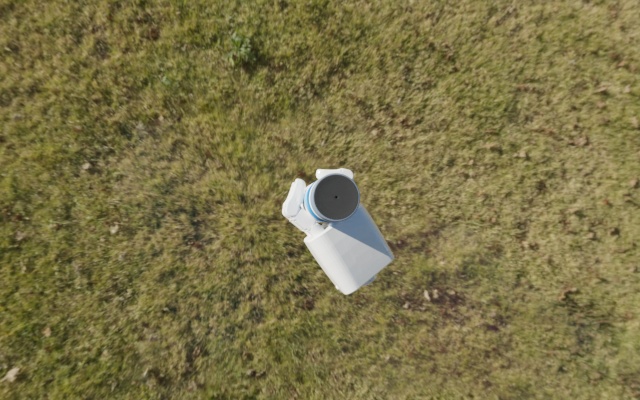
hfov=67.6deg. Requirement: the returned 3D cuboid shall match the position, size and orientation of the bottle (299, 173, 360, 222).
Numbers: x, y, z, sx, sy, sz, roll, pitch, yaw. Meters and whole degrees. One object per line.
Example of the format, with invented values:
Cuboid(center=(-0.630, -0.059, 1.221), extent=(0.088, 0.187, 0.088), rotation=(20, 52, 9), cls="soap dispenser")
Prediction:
Cuboid(center=(0.000, 0.002, 0.792), extent=(0.069, 0.069, 0.296), rotation=(0, -3, -8), cls="bottle")
